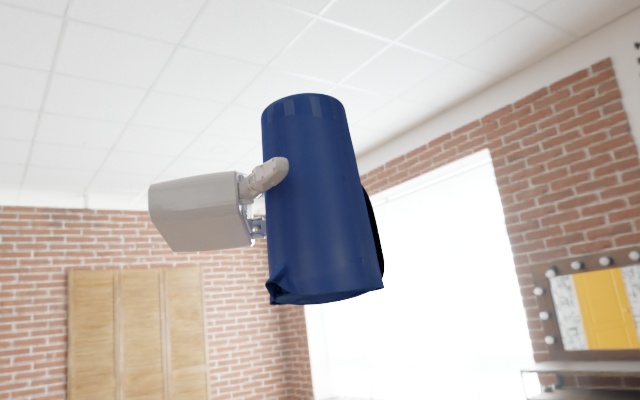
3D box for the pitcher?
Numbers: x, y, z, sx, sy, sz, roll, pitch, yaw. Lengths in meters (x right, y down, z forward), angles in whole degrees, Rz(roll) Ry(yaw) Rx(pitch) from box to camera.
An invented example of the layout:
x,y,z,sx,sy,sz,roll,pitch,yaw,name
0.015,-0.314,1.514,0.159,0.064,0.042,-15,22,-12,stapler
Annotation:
x,y,z,sx,sy,sz,roll,pitch,yaw,name
0.000,0.002,0.581,0.145,0.242,0.149,-8,-14,0,pitcher
